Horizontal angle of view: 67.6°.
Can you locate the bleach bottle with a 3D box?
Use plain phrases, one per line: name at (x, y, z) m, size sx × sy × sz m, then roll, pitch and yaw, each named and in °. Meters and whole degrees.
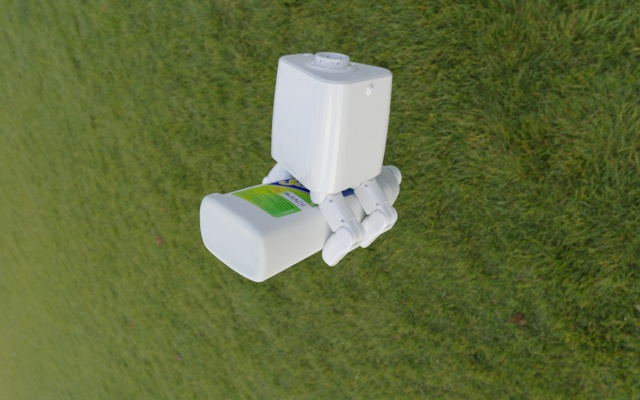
bleach bottle at (0.000, 0.002, 0.531) m, size 0.102 × 0.068 × 0.251 m, roll 27°, pitch 35°, yaw 35°
